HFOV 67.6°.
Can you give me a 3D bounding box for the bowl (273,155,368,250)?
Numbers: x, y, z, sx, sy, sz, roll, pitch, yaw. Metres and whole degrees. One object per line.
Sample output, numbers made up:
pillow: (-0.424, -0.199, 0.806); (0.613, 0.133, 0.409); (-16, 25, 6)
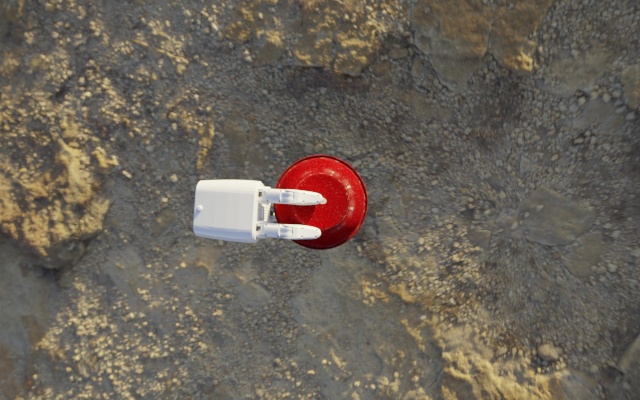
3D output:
bowl: (0.001, 0.002, 0.786); (0.162, 0.162, 0.055); (0, -1, -1)
